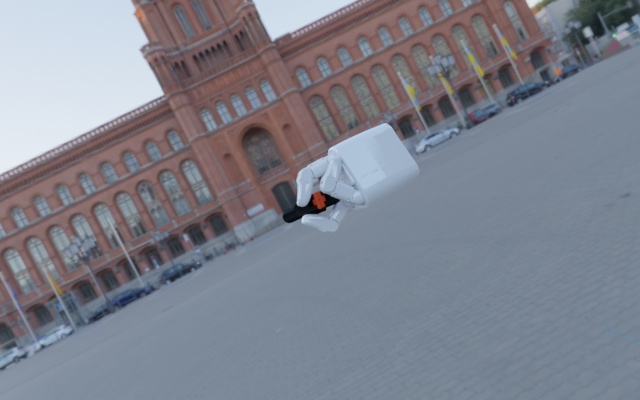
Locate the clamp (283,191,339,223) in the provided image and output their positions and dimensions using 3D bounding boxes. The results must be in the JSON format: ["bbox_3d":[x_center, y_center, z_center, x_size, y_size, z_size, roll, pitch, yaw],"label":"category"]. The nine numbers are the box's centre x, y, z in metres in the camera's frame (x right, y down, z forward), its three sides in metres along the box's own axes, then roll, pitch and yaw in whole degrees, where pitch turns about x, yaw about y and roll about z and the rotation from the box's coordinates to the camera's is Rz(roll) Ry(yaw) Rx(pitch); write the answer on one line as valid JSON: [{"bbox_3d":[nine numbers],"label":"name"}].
[{"bbox_3d":[0.000,0.002,0.836,0.120,0.039,0.171,-28,1,-15],"label":"clamp"}]
